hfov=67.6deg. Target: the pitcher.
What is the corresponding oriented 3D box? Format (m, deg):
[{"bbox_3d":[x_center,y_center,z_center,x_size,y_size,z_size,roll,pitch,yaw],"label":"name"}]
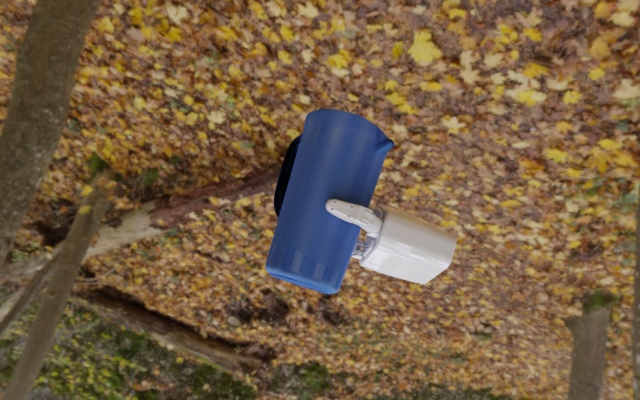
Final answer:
[{"bbox_3d":[0.000,0.002,0.690,0.145,0.242,0.149,19,-13,-4],"label":"pitcher"}]
